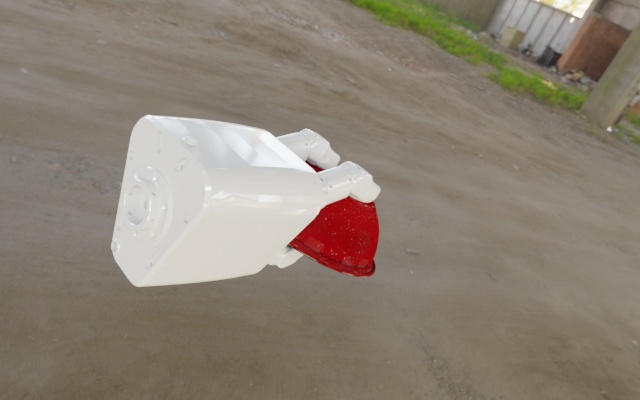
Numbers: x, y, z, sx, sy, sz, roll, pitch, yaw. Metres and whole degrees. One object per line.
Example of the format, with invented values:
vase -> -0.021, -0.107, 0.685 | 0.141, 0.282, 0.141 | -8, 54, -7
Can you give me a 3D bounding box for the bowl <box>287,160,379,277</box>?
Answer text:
bowl -> 0.001, 0.001, 0.459 | 0.162, 0.055, 0.162 | 32, 12, -8
